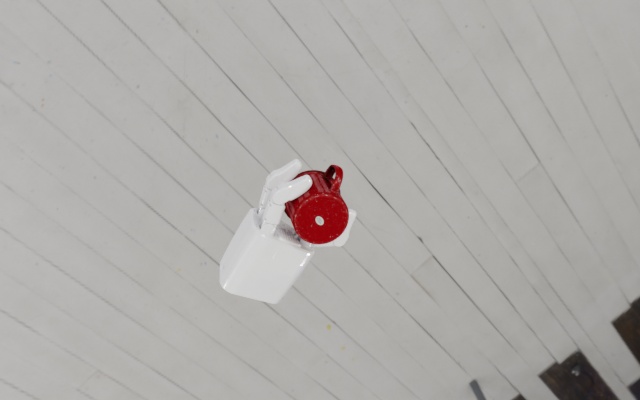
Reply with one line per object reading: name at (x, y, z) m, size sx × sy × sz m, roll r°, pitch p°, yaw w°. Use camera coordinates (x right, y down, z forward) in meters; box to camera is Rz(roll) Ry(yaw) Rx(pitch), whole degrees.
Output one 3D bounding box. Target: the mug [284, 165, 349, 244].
mug at (0.001, 0.001, 0.697) m, size 0.093 × 0.117 × 0.081 m, roll 26°, pitch 15°, yaw -22°
